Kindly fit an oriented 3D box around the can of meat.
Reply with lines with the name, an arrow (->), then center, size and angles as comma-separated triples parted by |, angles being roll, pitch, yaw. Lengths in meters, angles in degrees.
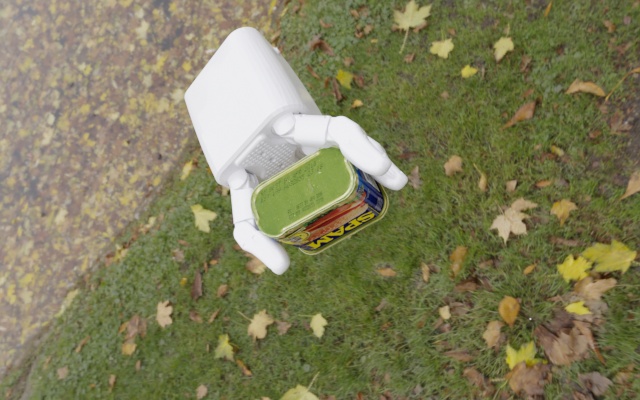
can of meat -> 0.000, 0.001, 0.426 | 0.102, 0.057, 0.084 | -30, -23, 15
